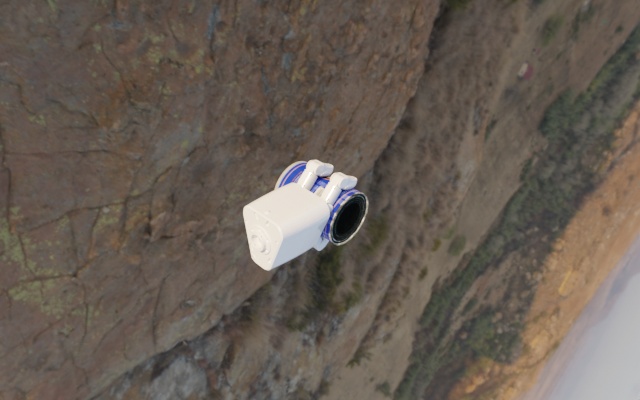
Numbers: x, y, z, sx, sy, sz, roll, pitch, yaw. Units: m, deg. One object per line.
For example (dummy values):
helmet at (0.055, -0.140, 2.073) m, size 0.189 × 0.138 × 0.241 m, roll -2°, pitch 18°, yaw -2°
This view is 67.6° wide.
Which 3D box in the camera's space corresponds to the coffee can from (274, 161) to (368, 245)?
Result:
coffee can at (0.000, 0.003, 0.861) m, size 0.140 × 0.103 × 0.103 m, roll 31°, pitch 17°, yaw 32°
